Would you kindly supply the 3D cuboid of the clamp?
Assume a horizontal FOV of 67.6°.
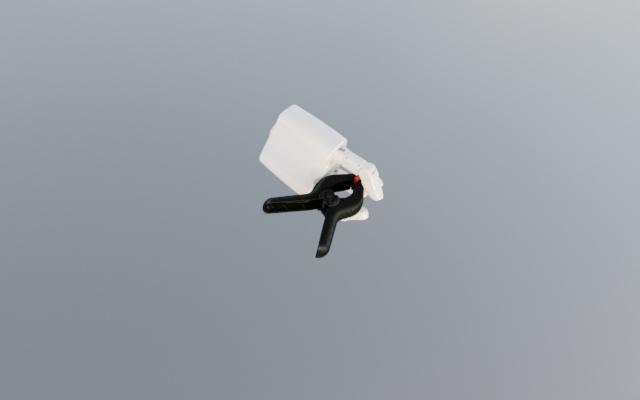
[{"bbox_3d":[0.000,0.002,0.716,0.120,0.039,0.171,36,48,11],"label":"clamp"}]
